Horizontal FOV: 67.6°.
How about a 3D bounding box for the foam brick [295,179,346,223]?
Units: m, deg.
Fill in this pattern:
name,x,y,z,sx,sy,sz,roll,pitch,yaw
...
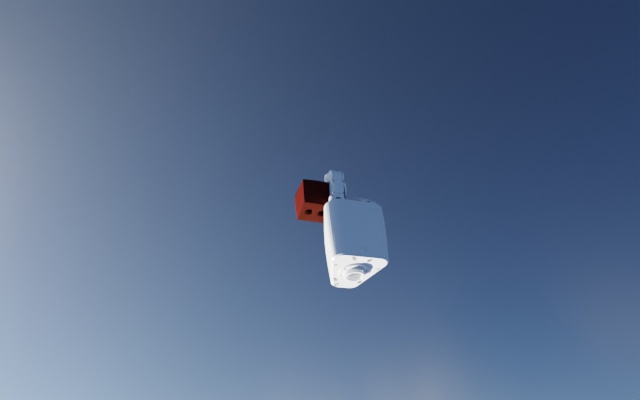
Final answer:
name,x,y,z,sx,sy,sz,roll,pitch,yaw
foam brick,0.000,0.003,0.821,0.078,0.051,0.053,7,-39,-15
